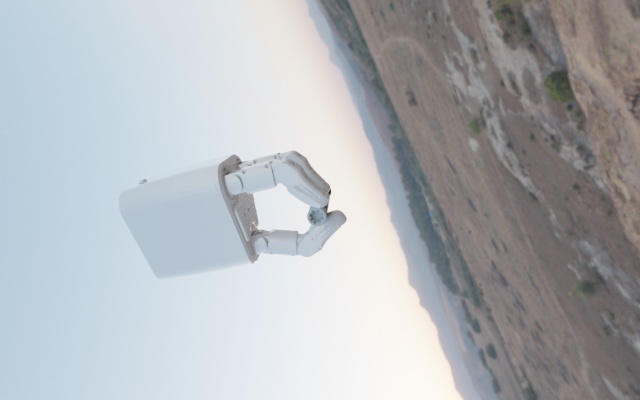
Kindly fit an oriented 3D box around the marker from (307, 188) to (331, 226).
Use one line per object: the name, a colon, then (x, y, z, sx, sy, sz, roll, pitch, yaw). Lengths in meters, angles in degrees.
marker: (0.000, 0.002, 0.509, 0.020, 0.020, 0.121, 0, 14, 4)
